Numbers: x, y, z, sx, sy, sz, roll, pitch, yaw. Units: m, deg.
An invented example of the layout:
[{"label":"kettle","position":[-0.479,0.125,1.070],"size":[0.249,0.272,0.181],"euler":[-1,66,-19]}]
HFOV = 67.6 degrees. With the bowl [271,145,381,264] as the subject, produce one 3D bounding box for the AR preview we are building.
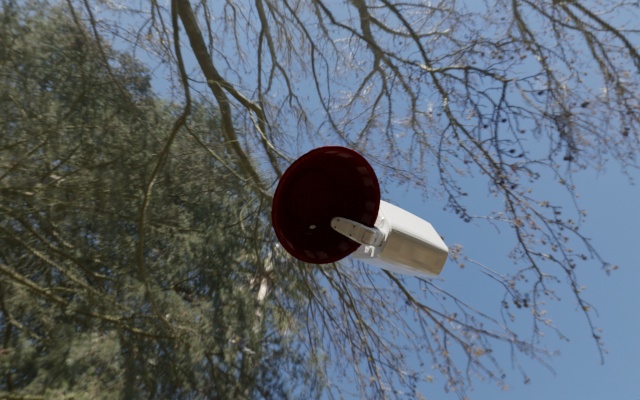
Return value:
[{"label":"bowl","position":[-0.001,0.001,0.650],"size":[0.162,0.162,0.055],"euler":[0,14,-27]}]
